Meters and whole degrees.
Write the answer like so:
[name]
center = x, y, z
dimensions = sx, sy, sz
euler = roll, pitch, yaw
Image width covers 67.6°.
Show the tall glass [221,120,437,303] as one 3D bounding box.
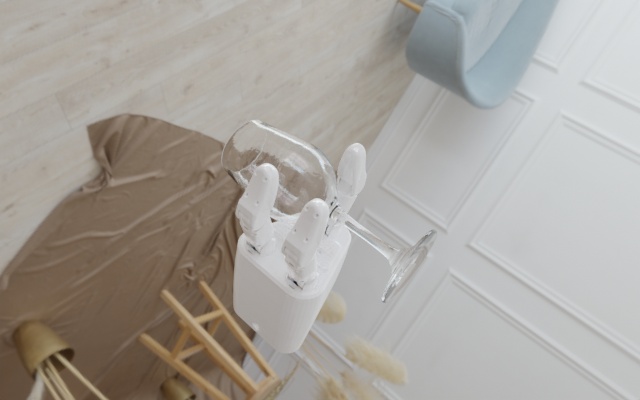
[tall glass]
center = 0.001, 0.002, 0.432
dimensions = 0.201, 0.079, 0.079
euler = 36, 15, 22
